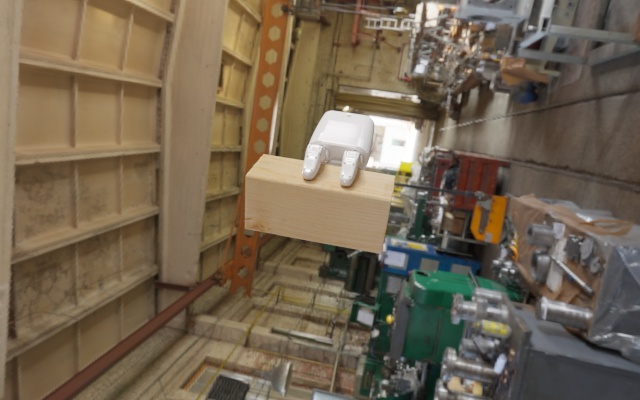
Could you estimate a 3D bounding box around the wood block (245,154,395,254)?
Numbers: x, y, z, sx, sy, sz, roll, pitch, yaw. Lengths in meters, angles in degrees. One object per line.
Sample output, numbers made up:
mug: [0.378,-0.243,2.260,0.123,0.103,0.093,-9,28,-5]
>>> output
wood block: [0.000,0.002,0.713,0.206,0.091,0.090,10,29,8]
